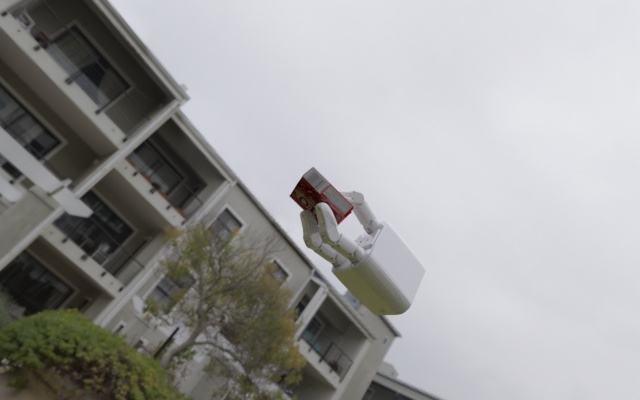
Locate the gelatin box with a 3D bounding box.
[{"bbox_3d":[0.000,0.002,0.724,0.030,0.089,0.073,-43,-4,-29],"label":"gelatin box"}]
